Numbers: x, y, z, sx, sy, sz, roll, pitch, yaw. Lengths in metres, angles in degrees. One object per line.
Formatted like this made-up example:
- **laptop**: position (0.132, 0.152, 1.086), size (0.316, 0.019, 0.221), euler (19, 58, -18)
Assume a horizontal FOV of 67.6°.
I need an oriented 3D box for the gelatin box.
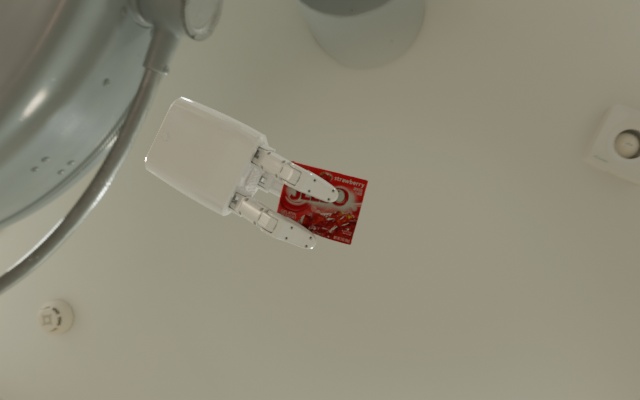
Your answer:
- **gelatin box**: position (0.000, 0.002, 0.525), size (0.089, 0.073, 0.030), euler (15, 5, 1)
